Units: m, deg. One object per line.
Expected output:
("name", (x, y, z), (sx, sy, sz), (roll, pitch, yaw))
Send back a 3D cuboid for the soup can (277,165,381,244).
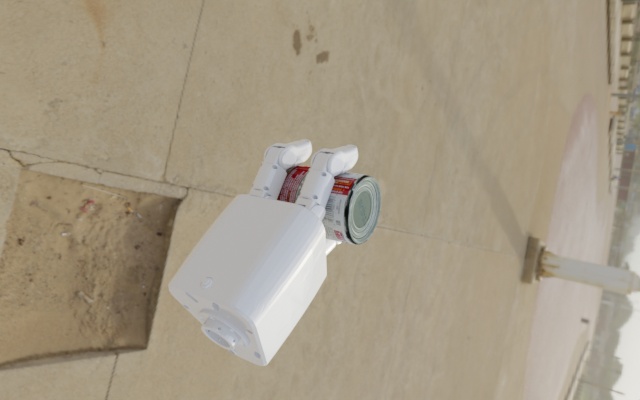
("soup can", (0.001, 0.001, 0.473), (0.102, 0.068, 0.068), (10, 5, 32))
